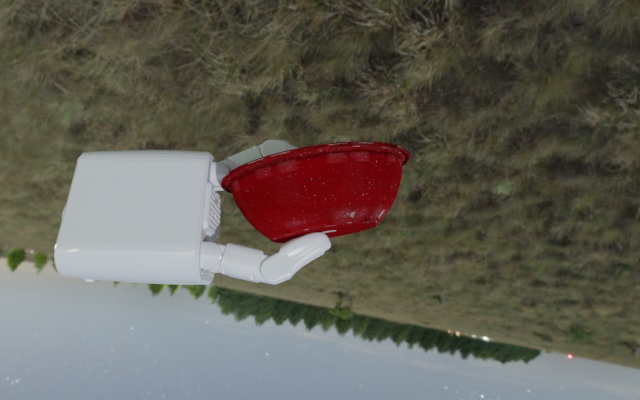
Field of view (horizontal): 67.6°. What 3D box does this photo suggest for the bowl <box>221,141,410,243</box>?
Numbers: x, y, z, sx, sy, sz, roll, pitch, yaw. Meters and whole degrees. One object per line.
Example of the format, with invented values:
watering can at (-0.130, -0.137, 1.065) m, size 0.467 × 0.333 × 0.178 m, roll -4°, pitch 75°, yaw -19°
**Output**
bowl at (0.001, 0.002, 0.404) m, size 0.162 × 0.055 × 0.162 m, roll -9°, pitch -10°, yaw -2°
